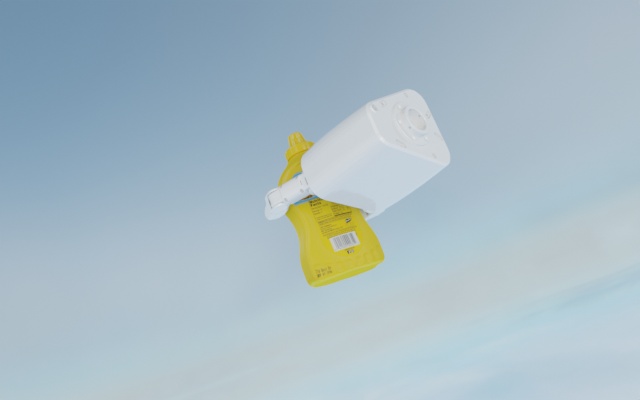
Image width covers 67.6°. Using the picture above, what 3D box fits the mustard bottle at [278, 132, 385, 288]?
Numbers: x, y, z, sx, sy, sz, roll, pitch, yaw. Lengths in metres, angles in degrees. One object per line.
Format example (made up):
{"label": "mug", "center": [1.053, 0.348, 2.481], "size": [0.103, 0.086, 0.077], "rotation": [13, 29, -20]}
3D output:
{"label": "mustard bottle", "center": [0.000, 0.002, 0.581], "size": [0.096, 0.191, 0.058], "rotation": [-15, -17, -21]}
